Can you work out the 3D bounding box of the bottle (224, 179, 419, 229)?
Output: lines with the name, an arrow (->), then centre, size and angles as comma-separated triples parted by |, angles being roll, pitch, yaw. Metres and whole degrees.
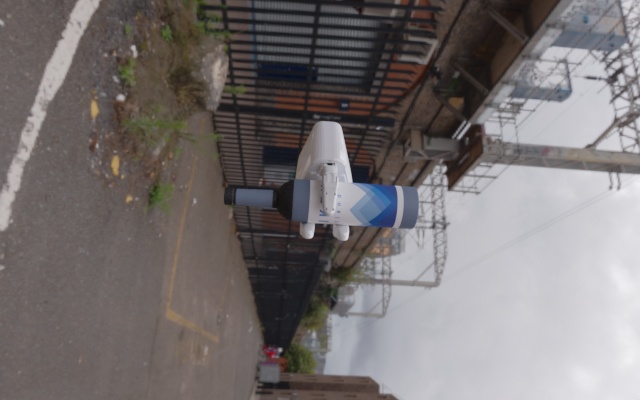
bottle -> 0.000, 0.003, 0.743 | 0.296, 0.069, 0.069 | 4, 0, -4
